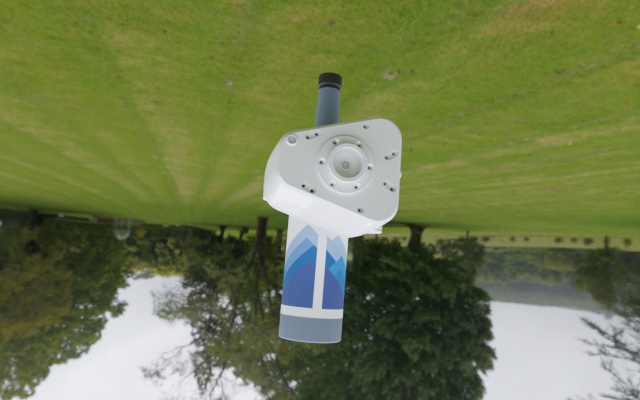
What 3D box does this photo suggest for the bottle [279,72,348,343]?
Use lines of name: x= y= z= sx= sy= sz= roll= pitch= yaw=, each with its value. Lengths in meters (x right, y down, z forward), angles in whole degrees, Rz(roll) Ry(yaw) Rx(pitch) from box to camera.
bottle: x=0.000 y=0.002 z=0.531 sx=0.069 sy=0.295 sz=0.069 roll=4 pitch=-9 yaw=1
